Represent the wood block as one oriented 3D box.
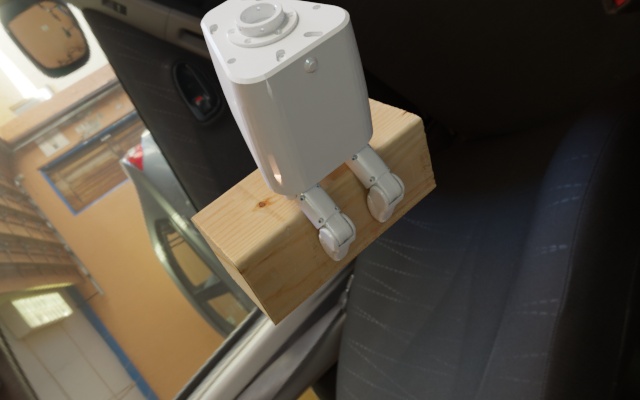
[{"bbox_3d":[0.000,0.001,0.448,0.206,0.090,0.090,-38,42,-17],"label":"wood block"}]
